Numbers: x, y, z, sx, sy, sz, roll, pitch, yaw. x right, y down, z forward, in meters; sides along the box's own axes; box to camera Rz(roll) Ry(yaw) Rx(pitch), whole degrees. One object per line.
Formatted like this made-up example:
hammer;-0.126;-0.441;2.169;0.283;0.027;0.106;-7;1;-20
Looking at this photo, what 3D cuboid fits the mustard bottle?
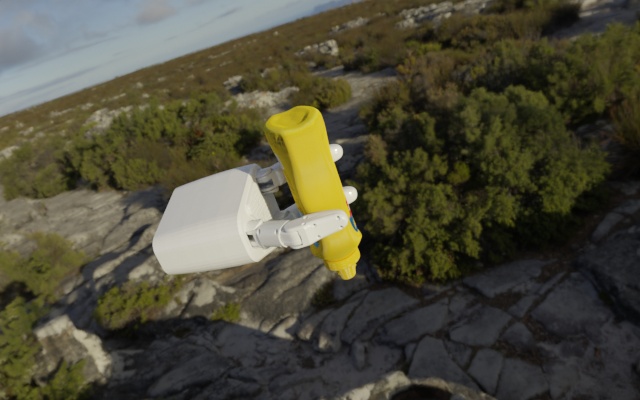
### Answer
mustard bottle;0.000;0.001;0.501;0.058;0.192;0.096;-22;23;-6
